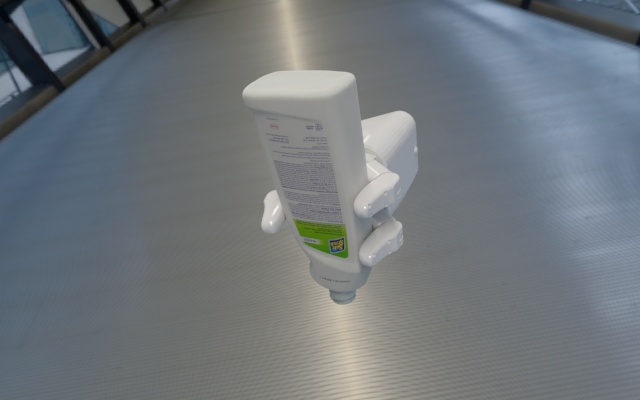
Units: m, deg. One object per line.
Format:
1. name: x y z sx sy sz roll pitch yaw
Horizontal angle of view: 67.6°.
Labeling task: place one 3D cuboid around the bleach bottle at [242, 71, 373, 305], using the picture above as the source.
1. bleach bottle: 0.000 0.002 0.481 0.102 0.251 0.068 9 36 28
